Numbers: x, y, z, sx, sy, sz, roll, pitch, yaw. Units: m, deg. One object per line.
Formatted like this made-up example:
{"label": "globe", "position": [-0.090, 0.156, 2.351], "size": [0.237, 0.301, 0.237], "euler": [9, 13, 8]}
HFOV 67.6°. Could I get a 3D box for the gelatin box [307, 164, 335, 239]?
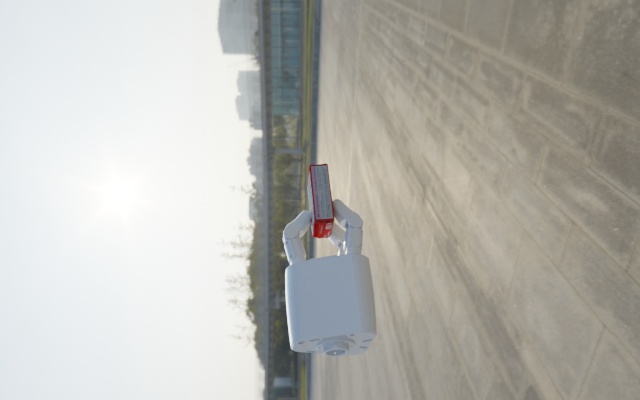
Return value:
{"label": "gelatin box", "position": [0.000, 0.002, 0.692], "size": [0.030, 0.089, 0.073], "euler": [-5, -22, -6]}
